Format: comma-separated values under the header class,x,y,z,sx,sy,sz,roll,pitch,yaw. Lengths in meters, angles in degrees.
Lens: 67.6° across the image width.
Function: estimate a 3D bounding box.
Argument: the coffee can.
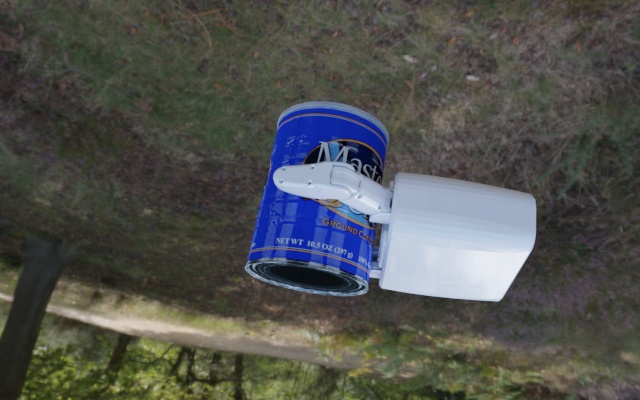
class,x,y,z,sx,sy,sz,roll,pitch,yaw
coffee can,0.000,0.001,0.414,0.103,0.140,0.103,9,-21,3
